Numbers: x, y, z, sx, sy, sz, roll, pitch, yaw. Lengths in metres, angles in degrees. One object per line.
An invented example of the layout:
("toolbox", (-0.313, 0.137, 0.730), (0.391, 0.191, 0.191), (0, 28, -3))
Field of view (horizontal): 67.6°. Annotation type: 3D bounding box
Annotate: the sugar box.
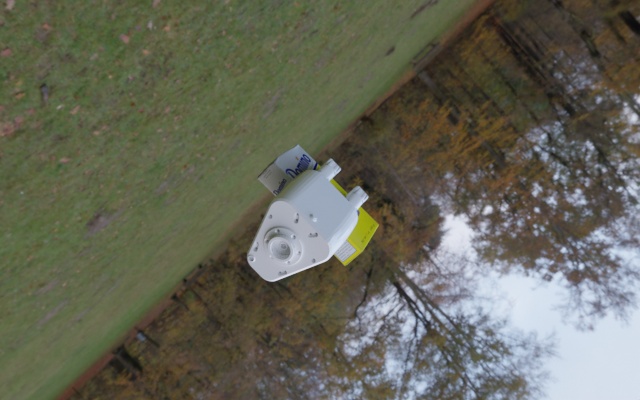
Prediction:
("sugar box", (0.000, 0.002, 0.696), (0.048, 0.176, 0.093), (-42, 3, 30))
